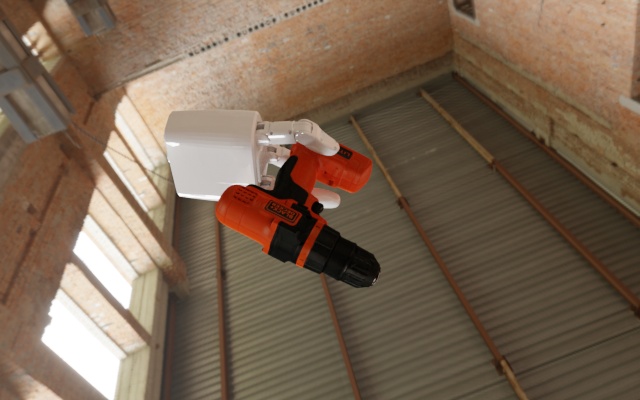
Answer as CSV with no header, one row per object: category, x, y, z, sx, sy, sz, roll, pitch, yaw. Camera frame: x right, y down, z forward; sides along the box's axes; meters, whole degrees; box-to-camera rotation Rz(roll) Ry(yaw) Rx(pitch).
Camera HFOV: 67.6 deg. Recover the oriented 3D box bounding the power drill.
power drill,0.000,0.001,0.549,0.184,0.057,0.187,27,38,3
